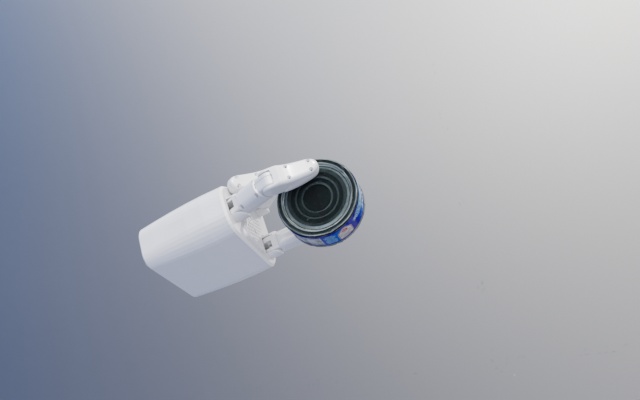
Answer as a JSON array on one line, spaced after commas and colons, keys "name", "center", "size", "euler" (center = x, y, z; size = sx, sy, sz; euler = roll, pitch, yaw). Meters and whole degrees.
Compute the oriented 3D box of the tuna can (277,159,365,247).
[{"name": "tuna can", "center": [0.000, 0.001, 0.483], "size": [0.086, 0.086, 0.034], "euler": [0, -21, 17]}]
